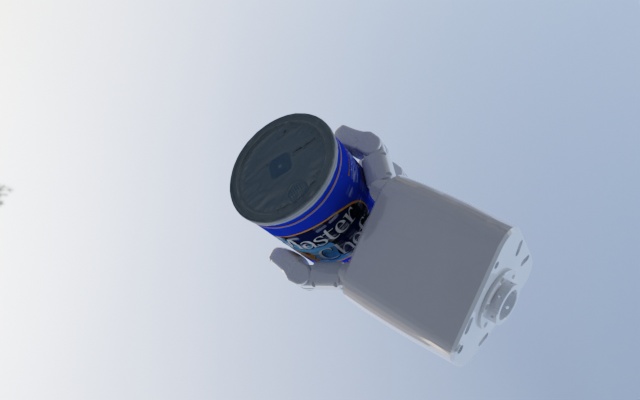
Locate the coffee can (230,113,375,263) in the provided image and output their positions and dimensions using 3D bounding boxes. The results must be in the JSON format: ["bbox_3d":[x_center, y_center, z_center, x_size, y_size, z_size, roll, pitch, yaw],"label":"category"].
[{"bbox_3d":[0.000,0.001,0.441,0.103,0.102,0.140,0,-26,33],"label":"coffee can"}]
